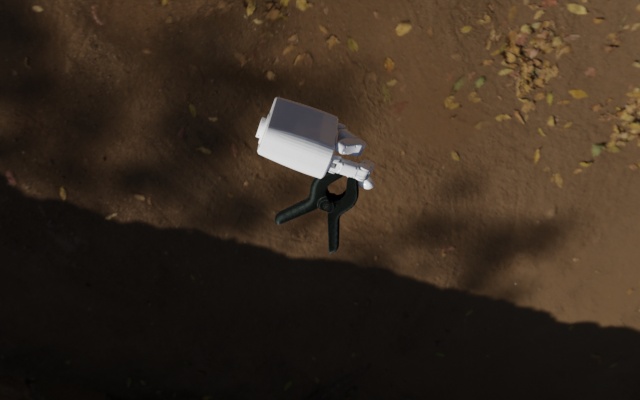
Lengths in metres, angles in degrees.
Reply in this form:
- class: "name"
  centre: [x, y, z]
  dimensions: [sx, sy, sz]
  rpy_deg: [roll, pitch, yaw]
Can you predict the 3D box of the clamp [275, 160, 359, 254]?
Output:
- class: "clamp"
  centre: [0.000, 0.003, 0.789]
  dimensions: [0.120, 0.171, 0.039]
  rpy_deg: [19, 26, -10]
